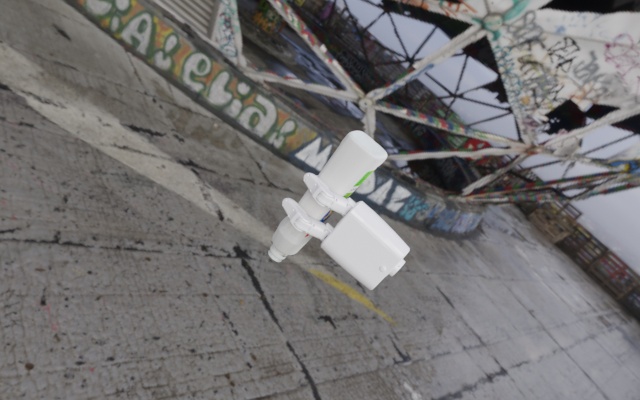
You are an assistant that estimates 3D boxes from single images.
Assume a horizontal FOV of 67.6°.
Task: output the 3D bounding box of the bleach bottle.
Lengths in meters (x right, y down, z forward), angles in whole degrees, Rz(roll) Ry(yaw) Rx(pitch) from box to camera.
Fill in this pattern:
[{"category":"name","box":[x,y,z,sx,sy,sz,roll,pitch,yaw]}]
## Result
[{"category":"bleach bottle","box":[0.000,0.003,0.780,0.068,0.251,0.102,42,20,7]}]
